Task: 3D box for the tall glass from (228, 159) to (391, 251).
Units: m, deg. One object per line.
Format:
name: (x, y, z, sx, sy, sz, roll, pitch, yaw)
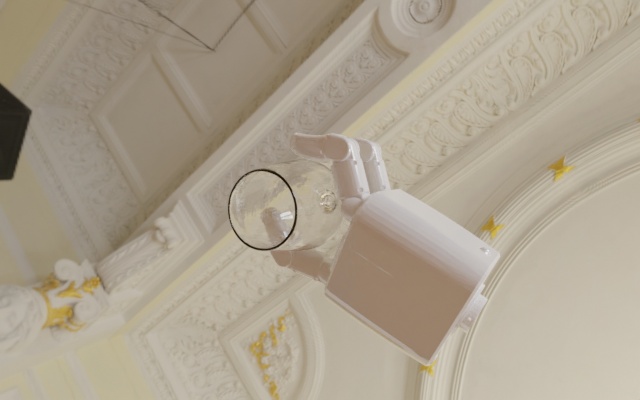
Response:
tall glass: (0.000, 0.001, 0.443, 0.079, 0.079, 0.201, 0, 3, 27)
